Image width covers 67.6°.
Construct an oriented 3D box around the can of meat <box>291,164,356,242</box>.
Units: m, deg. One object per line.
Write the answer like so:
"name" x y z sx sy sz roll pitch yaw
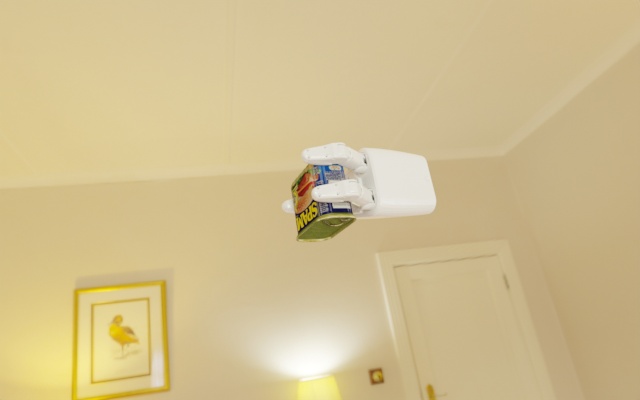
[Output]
"can of meat" 0.000 0.002 0.659 0.057 0.084 0.102 1 -23 -26
